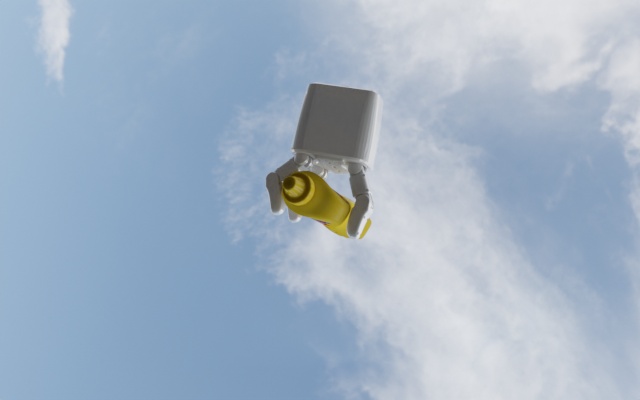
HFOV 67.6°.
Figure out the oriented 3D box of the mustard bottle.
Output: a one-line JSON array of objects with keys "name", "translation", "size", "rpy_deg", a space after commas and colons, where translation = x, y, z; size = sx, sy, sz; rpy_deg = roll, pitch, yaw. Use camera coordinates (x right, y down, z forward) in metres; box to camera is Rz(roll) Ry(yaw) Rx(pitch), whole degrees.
[{"name": "mustard bottle", "translation": [0.000, 0.003, 0.660], "size": [0.096, 0.058, 0.192], "rpy_deg": [33, 0, 28]}]
